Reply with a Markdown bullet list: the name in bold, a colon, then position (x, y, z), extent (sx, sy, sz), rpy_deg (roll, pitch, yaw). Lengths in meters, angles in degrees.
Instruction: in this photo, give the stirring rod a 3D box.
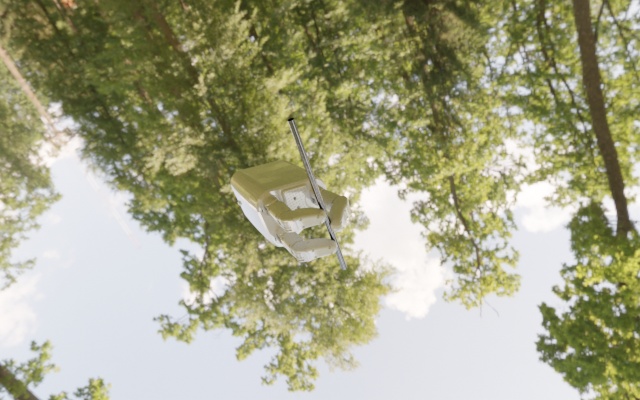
- **stirring rod**: position (0.000, 0.002, 0.609), extent (0.011, 0.240, 0.011), rpy_deg (-13, 35, 9)
